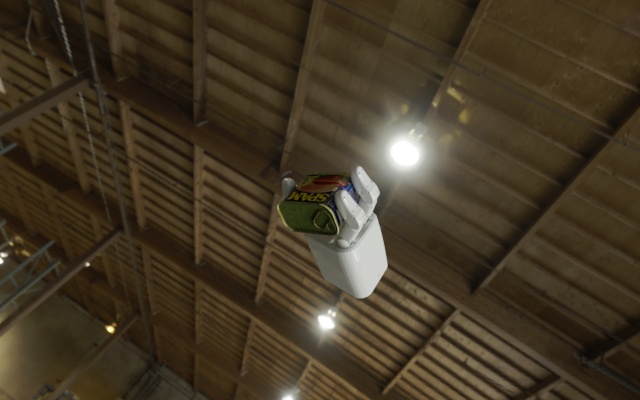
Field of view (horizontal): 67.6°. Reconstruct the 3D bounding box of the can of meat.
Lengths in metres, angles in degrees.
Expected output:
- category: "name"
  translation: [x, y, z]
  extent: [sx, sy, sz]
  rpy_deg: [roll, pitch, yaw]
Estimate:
- category: "can of meat"
  translation: [0.000, 0.002, 0.714]
  extent: [0.102, 0.057, 0.084]
  rpy_deg: [4, 38, 36]
